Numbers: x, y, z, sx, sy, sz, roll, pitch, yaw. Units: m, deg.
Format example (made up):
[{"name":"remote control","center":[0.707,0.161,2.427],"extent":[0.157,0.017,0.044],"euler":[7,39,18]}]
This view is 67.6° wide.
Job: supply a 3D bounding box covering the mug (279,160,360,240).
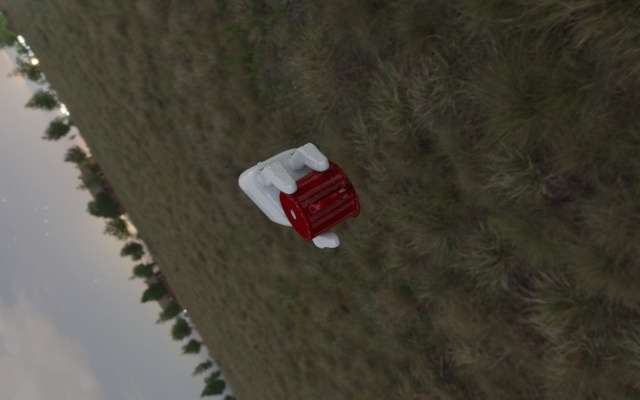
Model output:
[{"name":"mug","center":[0.000,0.002,0.657],"extent":[0.081,0.093,0.117],"euler":[-31,9,-19]}]
